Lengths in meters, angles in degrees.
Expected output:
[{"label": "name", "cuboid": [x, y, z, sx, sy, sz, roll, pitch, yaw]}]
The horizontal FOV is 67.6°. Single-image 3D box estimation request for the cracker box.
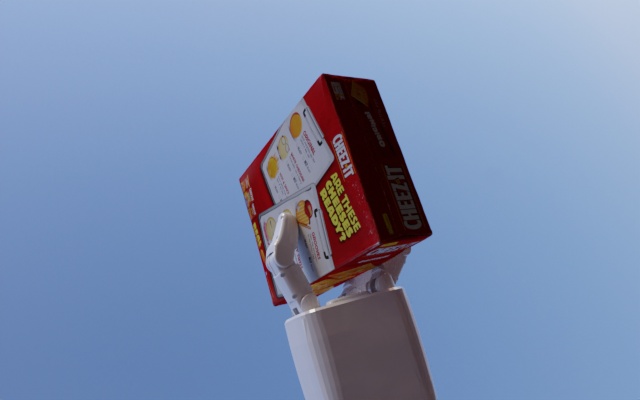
[{"label": "cracker box", "cuboid": [0.000, 0.002, 0.495, 0.072, 0.164, 0.214, -6, -21, -34]}]
